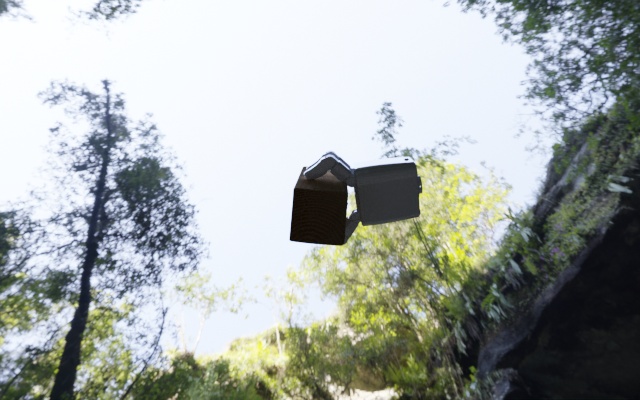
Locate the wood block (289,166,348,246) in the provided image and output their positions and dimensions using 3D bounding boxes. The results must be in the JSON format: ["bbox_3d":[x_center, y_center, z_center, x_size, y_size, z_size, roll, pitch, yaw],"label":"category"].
[{"bbox_3d":[0.001,0.003,0.852,0.090,0.091,0.206,5,14,1],"label":"wood block"}]
